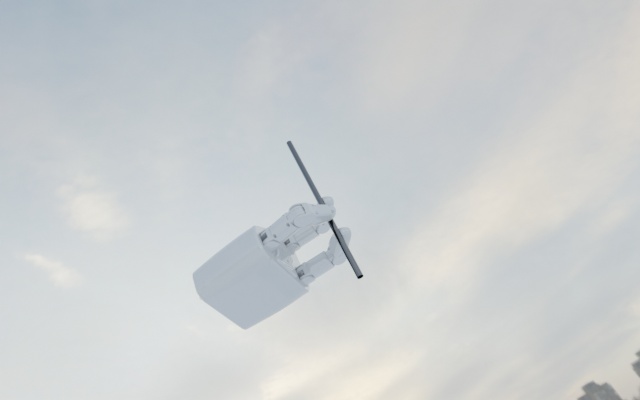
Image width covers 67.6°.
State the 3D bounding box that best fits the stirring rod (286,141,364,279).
[{"bbox_3d":[0.000,0.002,0.616,0.011,0.239,0.011,-17,-38,-14],"label":"stirring rod"}]
